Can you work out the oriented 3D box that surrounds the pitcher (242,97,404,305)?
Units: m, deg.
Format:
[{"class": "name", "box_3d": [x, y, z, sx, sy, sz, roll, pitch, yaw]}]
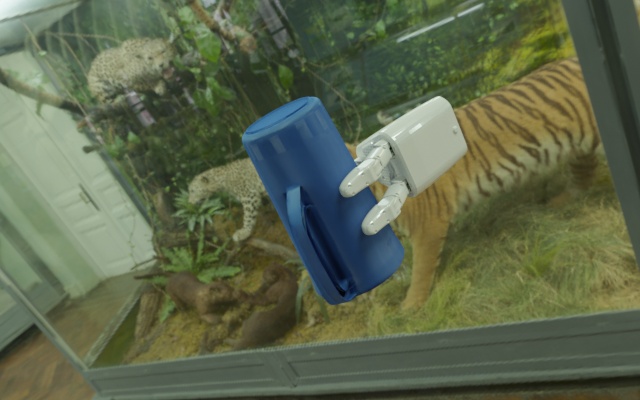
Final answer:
[{"class": "pitcher", "box_3d": [0.000, 0.002, 0.605, 0.145, 0.243, 0.149, -35, 21, -17]}]
